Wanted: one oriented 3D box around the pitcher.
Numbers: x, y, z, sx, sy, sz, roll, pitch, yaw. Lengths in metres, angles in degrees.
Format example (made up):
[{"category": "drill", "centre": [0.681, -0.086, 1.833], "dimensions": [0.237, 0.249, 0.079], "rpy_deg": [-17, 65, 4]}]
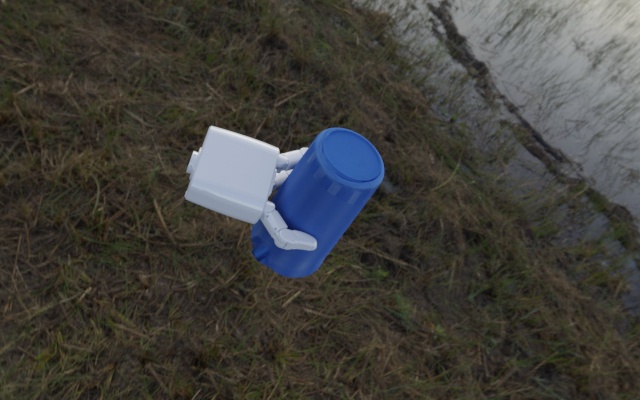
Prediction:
[{"category": "pitcher", "centre": [0.000, 0.002, 0.731], "dimensions": [0.145, 0.149, 0.243], "rpy_deg": [20, -42, -16]}]
